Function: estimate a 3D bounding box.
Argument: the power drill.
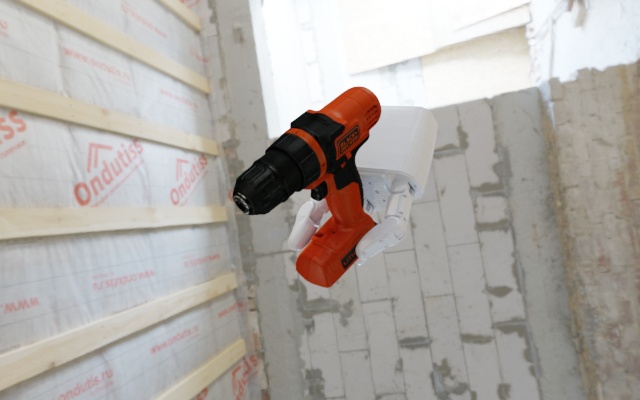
[{"bbox_3d":[0.000,0.002,0.482,0.057,0.188,0.184,27,53,31],"label":"power drill"}]
